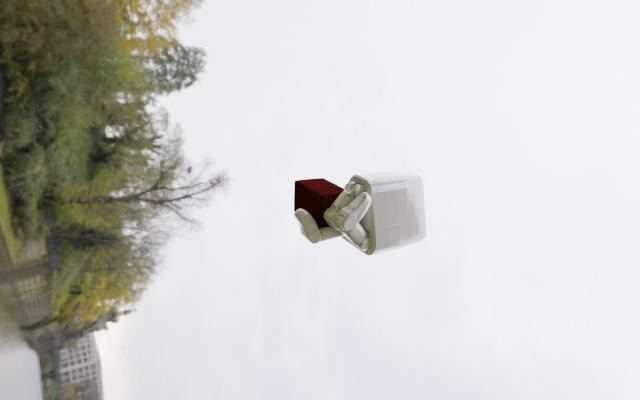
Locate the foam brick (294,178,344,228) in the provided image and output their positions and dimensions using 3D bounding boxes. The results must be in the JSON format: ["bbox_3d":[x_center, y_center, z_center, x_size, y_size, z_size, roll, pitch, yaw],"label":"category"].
[{"bbox_3d":[0.000,0.002,0.722,0.051,0.053,0.078,-9,24,-31],"label":"foam brick"}]
